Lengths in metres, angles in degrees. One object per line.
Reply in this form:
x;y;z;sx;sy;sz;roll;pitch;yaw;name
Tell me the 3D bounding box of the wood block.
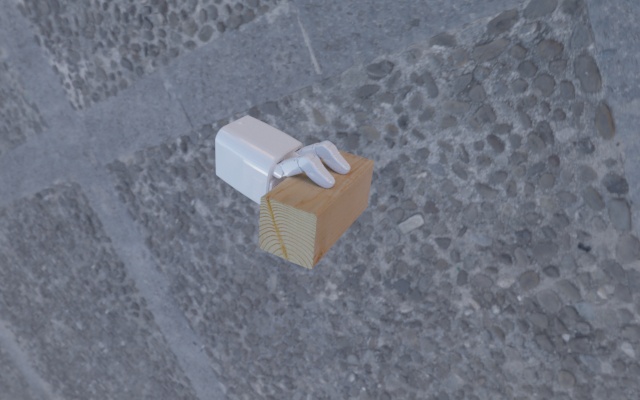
0.000;0.003;0.731;0.090;0.091;0.206;19;33;20;wood block
